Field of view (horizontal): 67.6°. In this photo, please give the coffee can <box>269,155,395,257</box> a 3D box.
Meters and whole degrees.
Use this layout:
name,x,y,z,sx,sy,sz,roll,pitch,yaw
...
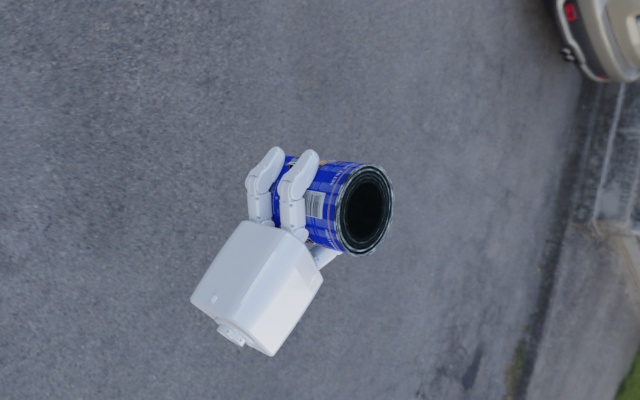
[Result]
name,x,y,z,sx,sy,sz,roll,pitch,yaw
coffee can,0.000,0.002,0.560,0.140,0.103,0.103,10,7,42
